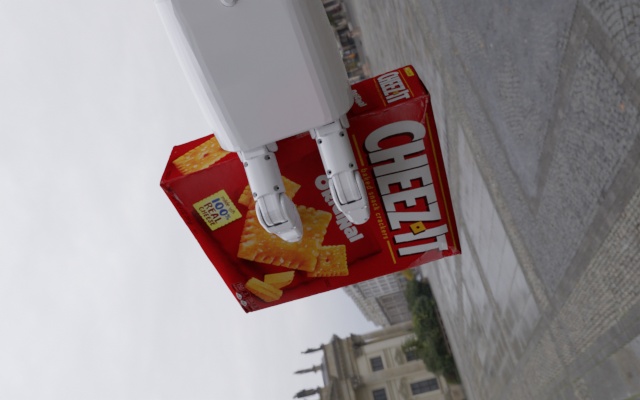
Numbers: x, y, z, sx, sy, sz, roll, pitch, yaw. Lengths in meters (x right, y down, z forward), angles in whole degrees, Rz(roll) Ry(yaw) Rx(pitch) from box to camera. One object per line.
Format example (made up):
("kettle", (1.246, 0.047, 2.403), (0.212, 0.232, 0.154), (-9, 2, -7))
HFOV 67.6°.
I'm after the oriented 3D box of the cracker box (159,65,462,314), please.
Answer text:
("cracker box", (0.000, 0.001, 0.415), (0.214, 0.164, 0.072), (-17, 35, 8))
